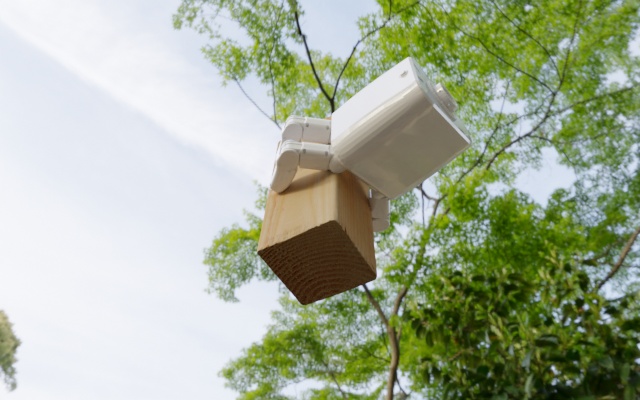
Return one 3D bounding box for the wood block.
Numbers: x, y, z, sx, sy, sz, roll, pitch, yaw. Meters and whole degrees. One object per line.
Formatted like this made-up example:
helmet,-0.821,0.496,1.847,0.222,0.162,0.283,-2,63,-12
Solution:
wood block,0.001,0.002,0.542,0.090,0.091,0.206,-24,32,19
